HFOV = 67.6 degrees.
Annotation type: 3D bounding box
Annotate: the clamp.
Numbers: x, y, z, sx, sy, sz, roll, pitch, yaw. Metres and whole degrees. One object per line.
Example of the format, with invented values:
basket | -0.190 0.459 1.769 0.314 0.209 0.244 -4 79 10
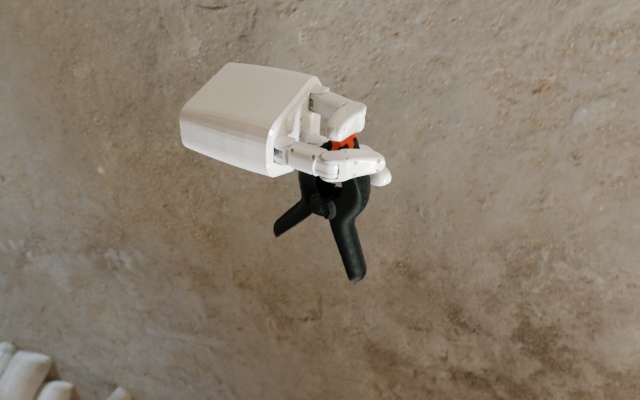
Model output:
clamp | 0.000 0.002 0.502 0.120 0.172 0.039 17 35 20
